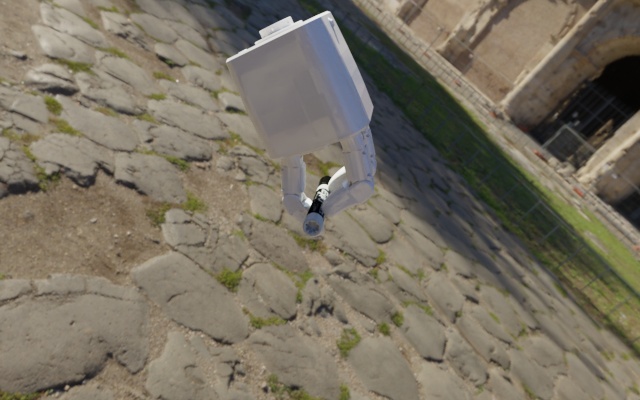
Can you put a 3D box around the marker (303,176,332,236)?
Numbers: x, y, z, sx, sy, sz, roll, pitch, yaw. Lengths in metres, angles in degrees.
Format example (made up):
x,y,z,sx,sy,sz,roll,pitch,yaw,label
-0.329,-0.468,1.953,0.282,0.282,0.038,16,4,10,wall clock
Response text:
x,y,z,sx,sy,sz,roll,pitch,yaw,label
0.000,0.002,0.511,0.020,0.020,0.121,0,24,9,marker
